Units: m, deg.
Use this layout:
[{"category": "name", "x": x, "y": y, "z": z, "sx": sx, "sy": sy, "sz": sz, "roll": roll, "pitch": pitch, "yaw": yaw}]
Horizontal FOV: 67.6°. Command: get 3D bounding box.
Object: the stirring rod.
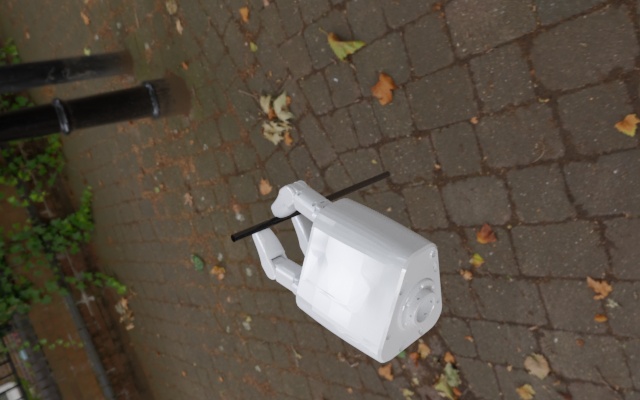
[{"category": "stirring rod", "x": 0.000, "y": 0.002, "z": 0.555, "sx": 0.239, "sy": 0.011, "sz": 0.011, "roll": -22, "pitch": 14, "yaw": -37}]
